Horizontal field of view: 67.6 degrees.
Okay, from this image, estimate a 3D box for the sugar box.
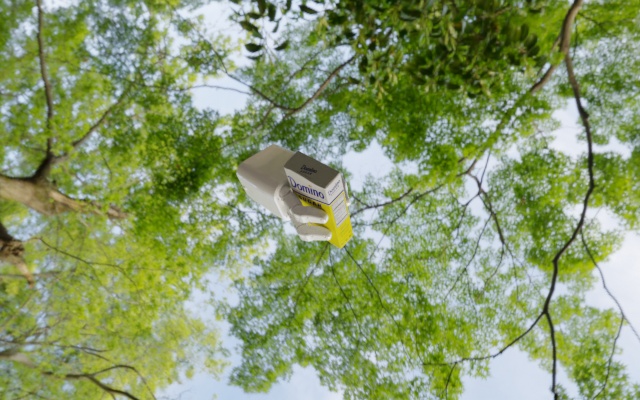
[{"bbox_3d":[0.000,0.003,0.814,0.093,0.048,0.176,29,-23,31],"label":"sugar box"}]
